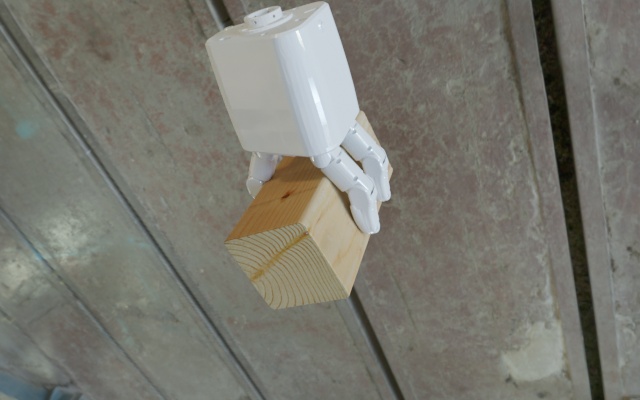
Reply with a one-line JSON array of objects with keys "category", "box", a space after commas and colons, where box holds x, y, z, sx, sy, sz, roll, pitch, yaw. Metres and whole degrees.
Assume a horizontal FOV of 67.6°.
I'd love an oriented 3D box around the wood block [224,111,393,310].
[{"category": "wood block", "box": [0.000, 0.001, 0.497, 0.091, 0.090, 0.206, -15, 29, 31]}]
